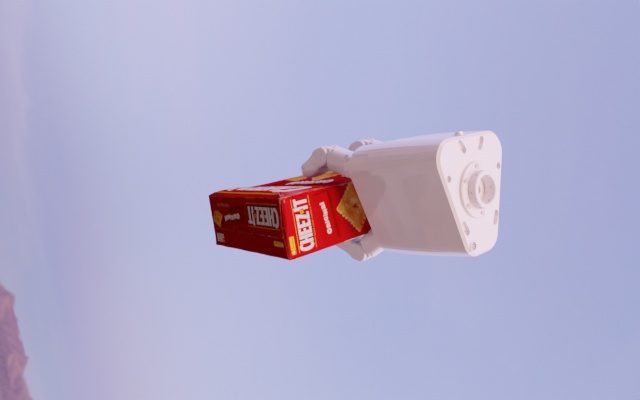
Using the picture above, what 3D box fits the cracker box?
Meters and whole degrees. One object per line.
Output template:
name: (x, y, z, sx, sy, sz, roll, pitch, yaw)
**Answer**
cracker box: (0.000, 0.002, 0.570, 0.213, 0.072, 0.164, -14, 9, -36)
